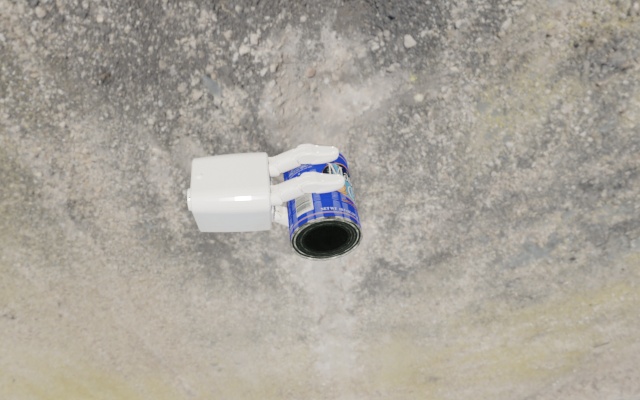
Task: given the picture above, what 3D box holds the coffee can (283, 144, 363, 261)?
[{"bbox_3d":[0.000,0.002,0.702,0.103,0.140,0.103,-5,-39,-5],"label":"coffee can"}]
